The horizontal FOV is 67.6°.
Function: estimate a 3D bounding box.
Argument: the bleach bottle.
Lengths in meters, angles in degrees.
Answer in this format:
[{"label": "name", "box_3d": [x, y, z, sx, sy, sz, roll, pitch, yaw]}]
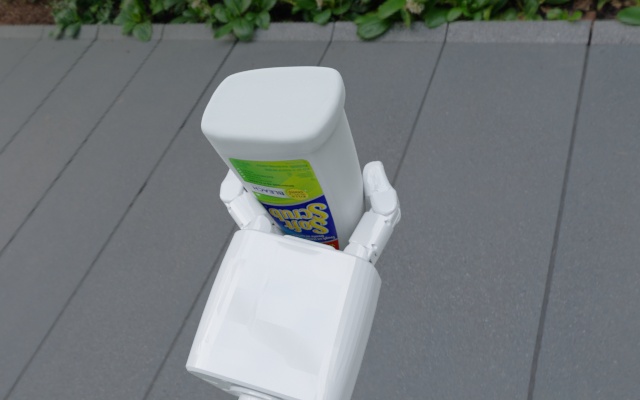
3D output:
[{"label": "bleach bottle", "box_3d": [0.000, 0.001, 0.414, 0.102, 0.068, 0.251, 5, -31, 24]}]
